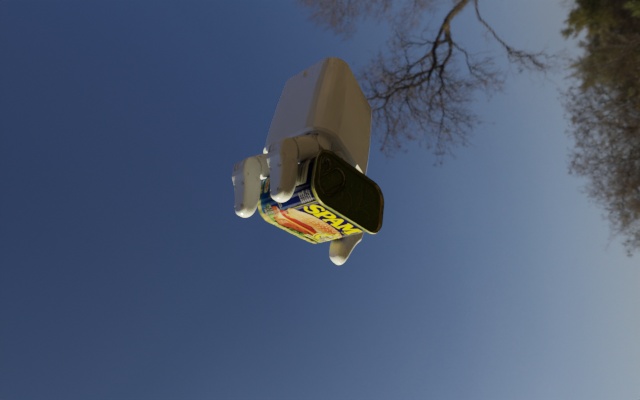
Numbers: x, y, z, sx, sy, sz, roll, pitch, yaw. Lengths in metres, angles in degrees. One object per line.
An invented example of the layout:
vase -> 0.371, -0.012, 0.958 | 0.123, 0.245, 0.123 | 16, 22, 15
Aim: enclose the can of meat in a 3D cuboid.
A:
can of meat -> 0.000, 0.002, 0.484 | 0.084, 0.057, 0.102 | -17, -36, 41
